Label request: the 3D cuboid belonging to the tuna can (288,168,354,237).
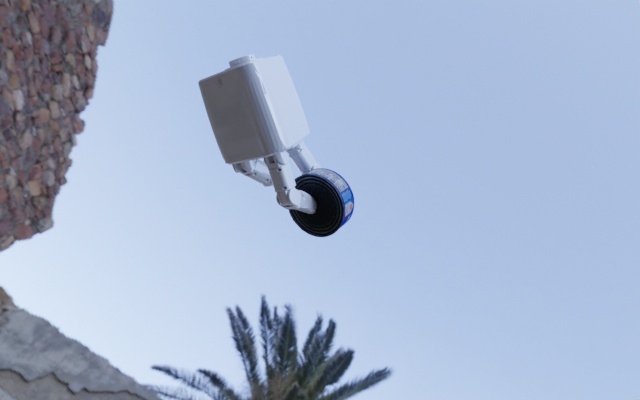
[{"bbox_3d":[0.000,0.002,0.620,0.086,0.086,0.033,0,20,33],"label":"tuna can"}]
